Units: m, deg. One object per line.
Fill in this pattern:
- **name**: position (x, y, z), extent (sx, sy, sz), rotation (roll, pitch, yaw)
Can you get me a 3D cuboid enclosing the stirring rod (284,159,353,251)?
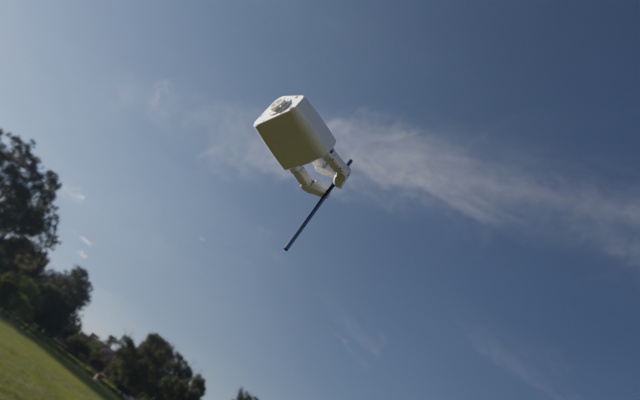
- **stirring rod**: position (0.000, 0.003, 0.899), extent (0.011, 0.011, 0.239), rotation (0, 44, 45)
